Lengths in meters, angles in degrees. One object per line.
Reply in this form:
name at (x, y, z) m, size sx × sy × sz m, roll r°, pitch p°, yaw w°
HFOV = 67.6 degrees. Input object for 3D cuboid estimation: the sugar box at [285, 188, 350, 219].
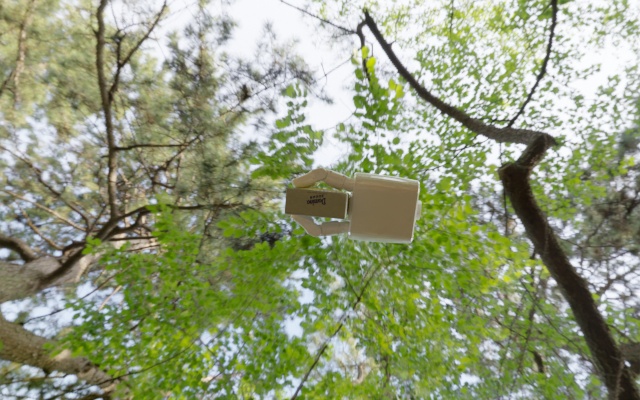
sugar box at (0.000, 0.002, 0.787) m, size 0.093 × 0.048 × 0.176 m, roll 5°, pitch -1°, yaw 4°
